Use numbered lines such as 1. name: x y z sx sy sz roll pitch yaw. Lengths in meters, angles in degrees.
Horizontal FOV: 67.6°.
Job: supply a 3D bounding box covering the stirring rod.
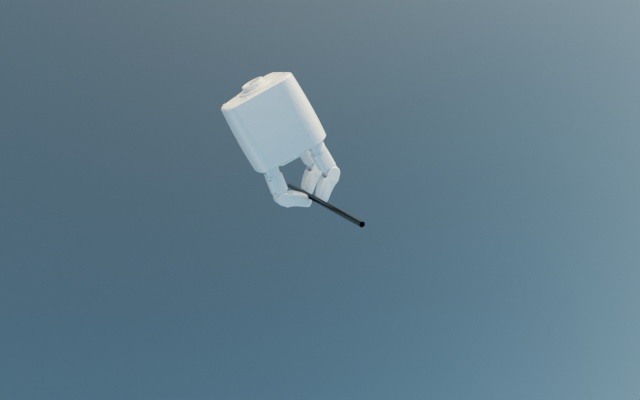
1. stirring rod: 0.000 0.002 0.707 0.011 0.011 0.239 0 13 -27
